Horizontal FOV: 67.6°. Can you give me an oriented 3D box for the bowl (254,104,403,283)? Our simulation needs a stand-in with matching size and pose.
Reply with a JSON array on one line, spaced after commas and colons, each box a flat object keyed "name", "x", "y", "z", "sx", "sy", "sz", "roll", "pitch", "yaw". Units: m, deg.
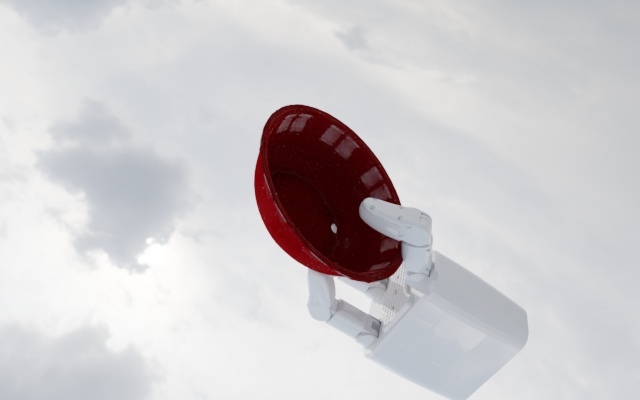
[{"name": "bowl", "x": -0.001, "y": 0.000, "z": 0.401, "sx": 0.055, "sy": 0.162, "sz": 0.162, "roll": -34, "pitch": -22, "yaw": 36}]
